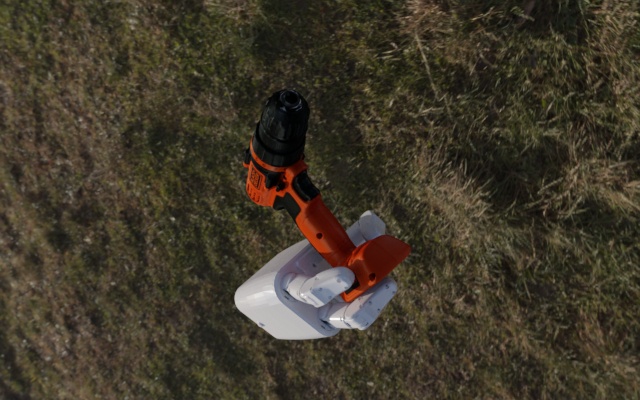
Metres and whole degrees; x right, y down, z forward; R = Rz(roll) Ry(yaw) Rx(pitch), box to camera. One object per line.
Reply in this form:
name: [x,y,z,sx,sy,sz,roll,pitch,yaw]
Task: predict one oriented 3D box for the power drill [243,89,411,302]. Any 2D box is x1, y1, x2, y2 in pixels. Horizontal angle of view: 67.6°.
power drill: [0.000,0.002,0.467,0.057,0.187,0.184,-36,-11,-23]
